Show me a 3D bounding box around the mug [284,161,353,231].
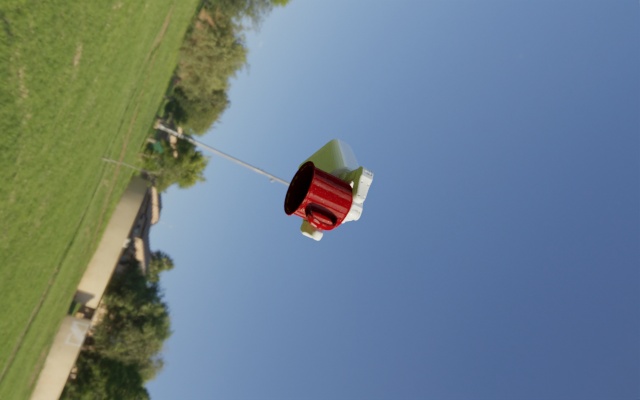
[{"bbox_3d":[0.000,0.003,0.755,0.081,0.093,0.117,24,32,-23],"label":"mug"}]
